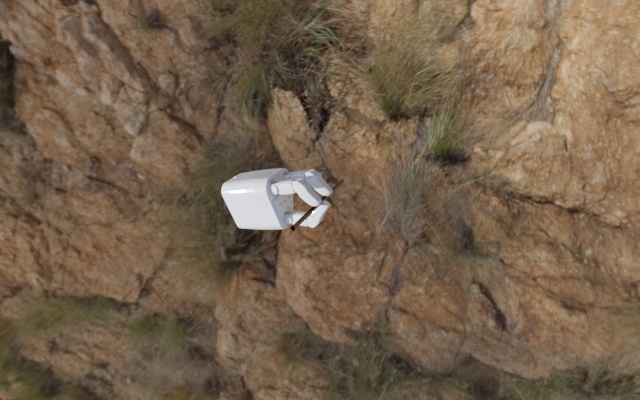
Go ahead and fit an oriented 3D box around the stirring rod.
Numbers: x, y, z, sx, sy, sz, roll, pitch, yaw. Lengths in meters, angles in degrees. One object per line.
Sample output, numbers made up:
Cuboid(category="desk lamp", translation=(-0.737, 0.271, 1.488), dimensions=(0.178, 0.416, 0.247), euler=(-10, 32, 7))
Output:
Cuboid(category="stirring rod", translation=(0.000, 0.003, 0.876), dimensions=(0.011, 0.011, 0.239), euler=(0, 21, 24))
